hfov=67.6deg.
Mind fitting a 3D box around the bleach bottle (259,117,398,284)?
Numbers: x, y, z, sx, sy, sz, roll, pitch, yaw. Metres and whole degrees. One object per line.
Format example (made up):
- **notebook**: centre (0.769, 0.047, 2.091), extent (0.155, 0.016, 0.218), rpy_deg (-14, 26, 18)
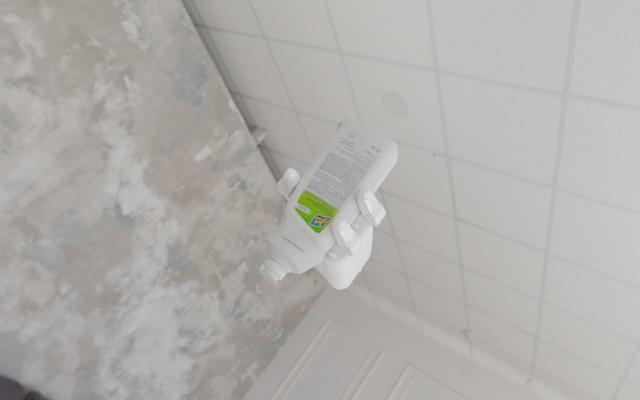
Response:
- **bleach bottle**: centre (0.000, 0.002, 0.648), extent (0.102, 0.250, 0.068), rpy_deg (30, -24, 22)
